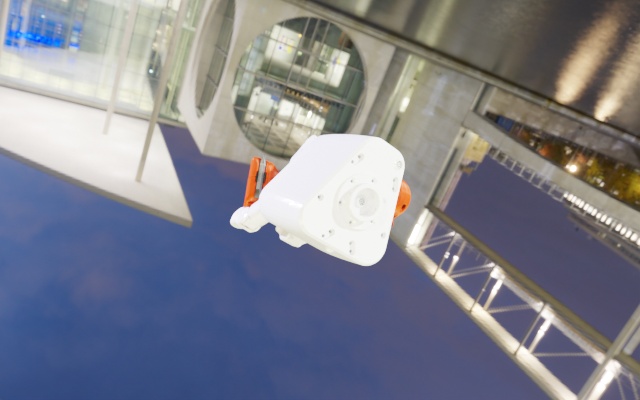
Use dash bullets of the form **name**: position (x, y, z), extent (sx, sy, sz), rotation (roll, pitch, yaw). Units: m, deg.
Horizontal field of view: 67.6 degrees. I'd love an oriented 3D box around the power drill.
- **power drill**: position (0.000, 0.002, 0.597), extent (0.187, 0.057, 0.184), rotation (8, -17, -8)
